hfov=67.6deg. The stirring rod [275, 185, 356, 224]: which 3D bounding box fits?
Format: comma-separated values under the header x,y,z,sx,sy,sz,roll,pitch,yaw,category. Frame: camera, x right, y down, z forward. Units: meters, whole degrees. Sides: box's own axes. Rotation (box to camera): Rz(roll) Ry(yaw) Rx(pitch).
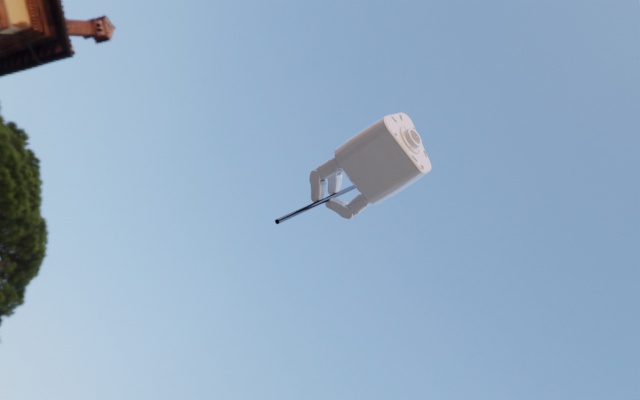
x,y,z,sx,sy,sz,roll,pitch,yaw,category
0.000,0.003,0.804,0.011,0.011,0.239,0,14,34,stirring rod
